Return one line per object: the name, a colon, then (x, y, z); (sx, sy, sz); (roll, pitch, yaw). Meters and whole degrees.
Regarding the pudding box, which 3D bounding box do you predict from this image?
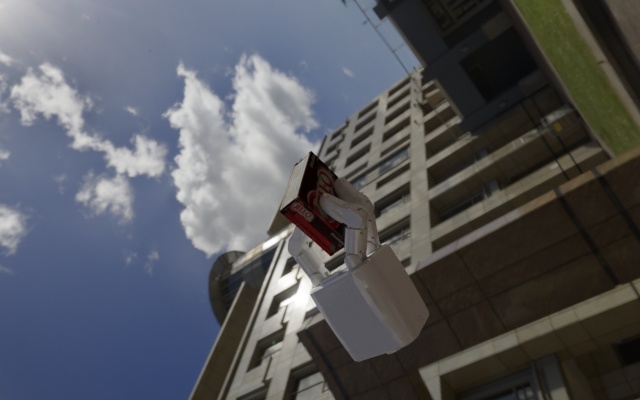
pudding box: (0.000, 0.002, 0.602); (0.039, 0.090, 0.113); (-36, 23, 25)
